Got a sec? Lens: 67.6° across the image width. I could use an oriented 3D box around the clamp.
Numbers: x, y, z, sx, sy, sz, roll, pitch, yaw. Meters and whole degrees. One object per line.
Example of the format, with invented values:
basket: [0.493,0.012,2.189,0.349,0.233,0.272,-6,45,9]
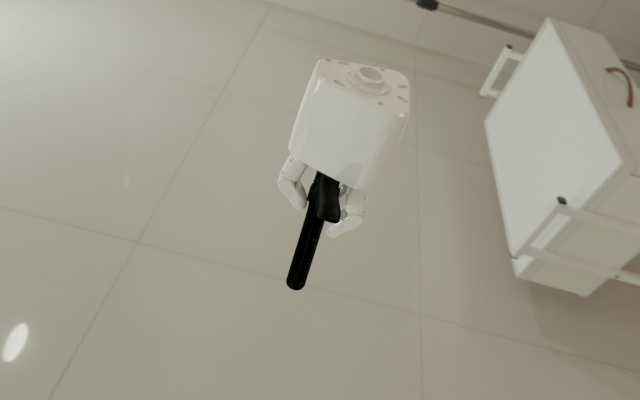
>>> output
clamp: [-0.001,0.001,0.612,0.036,0.165,0.209,19,42,-7]
